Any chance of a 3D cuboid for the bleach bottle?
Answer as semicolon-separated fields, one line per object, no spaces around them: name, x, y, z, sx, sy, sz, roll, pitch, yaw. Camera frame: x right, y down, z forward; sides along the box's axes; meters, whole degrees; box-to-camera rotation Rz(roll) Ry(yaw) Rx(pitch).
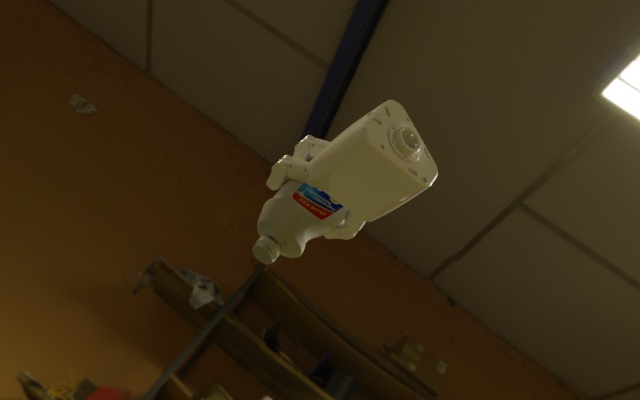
bleach bottle;0.000;0.002;0.643;0.068;0.102;0.250;-32;11;47
